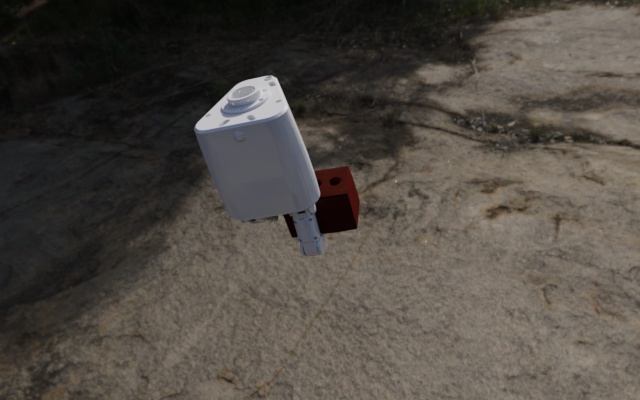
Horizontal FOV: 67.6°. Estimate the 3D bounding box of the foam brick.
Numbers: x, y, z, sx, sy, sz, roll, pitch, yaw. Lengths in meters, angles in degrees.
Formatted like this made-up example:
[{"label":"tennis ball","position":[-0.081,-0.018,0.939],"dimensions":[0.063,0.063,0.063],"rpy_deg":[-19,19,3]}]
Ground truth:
[{"label":"foam brick","position":[0.000,0.002,0.529],"dimensions":[0.078,0.051,0.053],"rpy_deg":[-9,36,12]}]
